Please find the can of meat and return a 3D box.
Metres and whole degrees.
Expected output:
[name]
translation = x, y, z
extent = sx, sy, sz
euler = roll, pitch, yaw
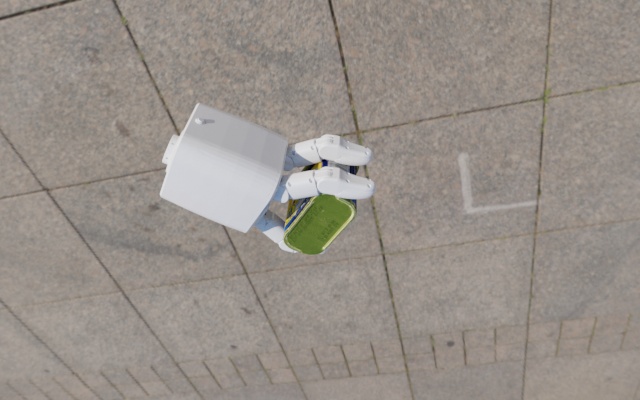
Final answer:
[can of meat]
translation = 0.000, 0.002, 0.547
extent = 0.057, 0.084, 0.102
euler = 26, -53, -17
